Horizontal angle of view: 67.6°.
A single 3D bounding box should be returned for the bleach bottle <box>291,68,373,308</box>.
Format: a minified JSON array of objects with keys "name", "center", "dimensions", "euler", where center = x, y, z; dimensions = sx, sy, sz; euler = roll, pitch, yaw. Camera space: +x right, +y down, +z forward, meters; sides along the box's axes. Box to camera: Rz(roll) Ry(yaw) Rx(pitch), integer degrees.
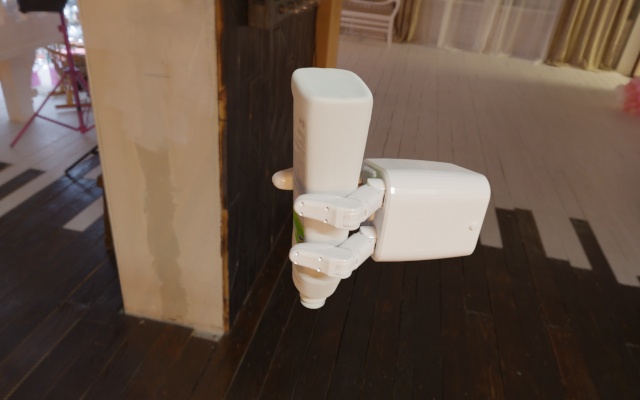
[{"name":"bleach bottle","center":[0.000,0.002,0.492],"dimensions":[0.068,0.251,0.102],"euler":[-1,31,-11]}]
